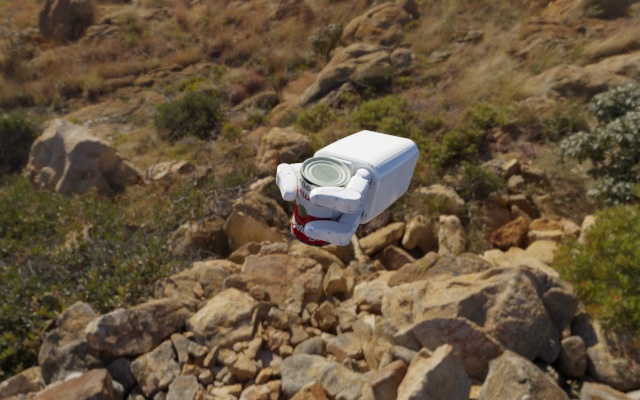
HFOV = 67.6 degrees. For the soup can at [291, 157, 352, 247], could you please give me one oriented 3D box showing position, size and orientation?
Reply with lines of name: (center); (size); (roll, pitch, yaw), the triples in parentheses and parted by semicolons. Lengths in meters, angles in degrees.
soup can: (0.000, 0.002, 0.631); (0.068, 0.102, 0.068); (7, 39, -5)
